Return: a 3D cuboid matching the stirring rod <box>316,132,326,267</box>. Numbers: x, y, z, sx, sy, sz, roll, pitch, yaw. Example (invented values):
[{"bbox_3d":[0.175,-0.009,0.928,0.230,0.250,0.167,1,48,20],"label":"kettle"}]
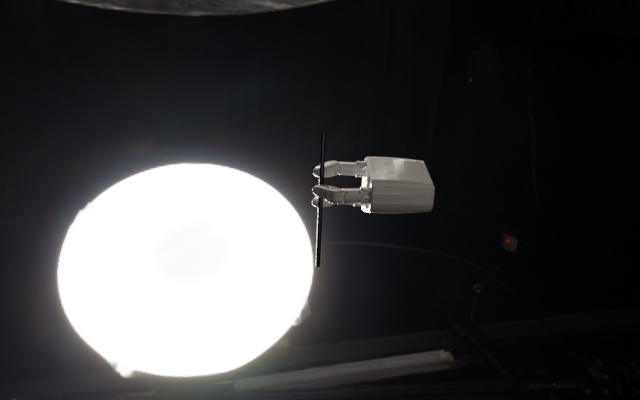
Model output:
[{"bbox_3d":[0.000,0.003,0.817,0.011,0.239,0.011,2,18,-1],"label":"stirring rod"}]
